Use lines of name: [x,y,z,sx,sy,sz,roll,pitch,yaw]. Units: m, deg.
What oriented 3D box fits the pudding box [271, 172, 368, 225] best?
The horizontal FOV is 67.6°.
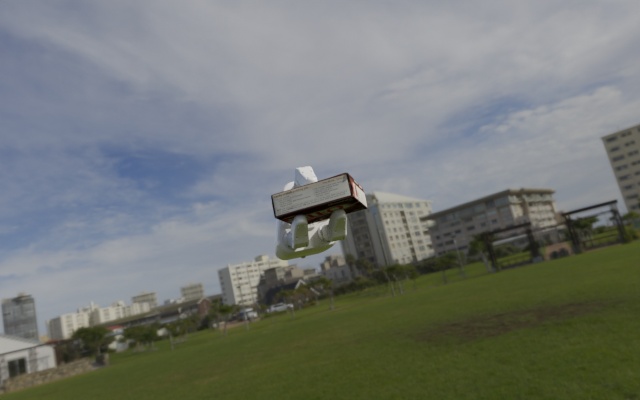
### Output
pudding box: [0.000,0.002,0.660,0.113,0.039,0.090,-18,-15,14]
